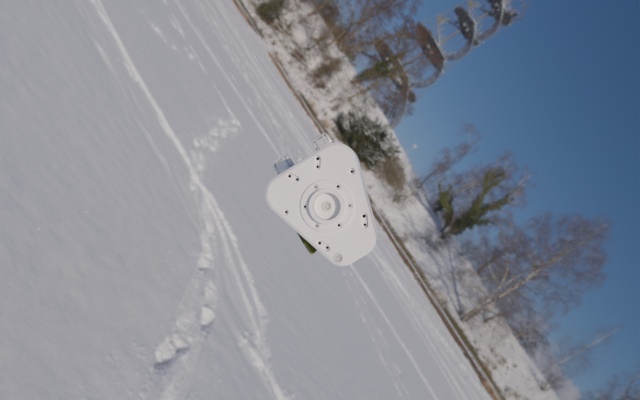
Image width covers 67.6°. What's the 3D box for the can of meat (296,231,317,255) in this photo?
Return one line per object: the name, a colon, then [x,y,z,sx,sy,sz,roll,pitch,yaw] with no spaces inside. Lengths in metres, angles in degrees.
can of meat: [0.000,0.002,0.593,0.084,0.102,0.057,-31,-5,4]
